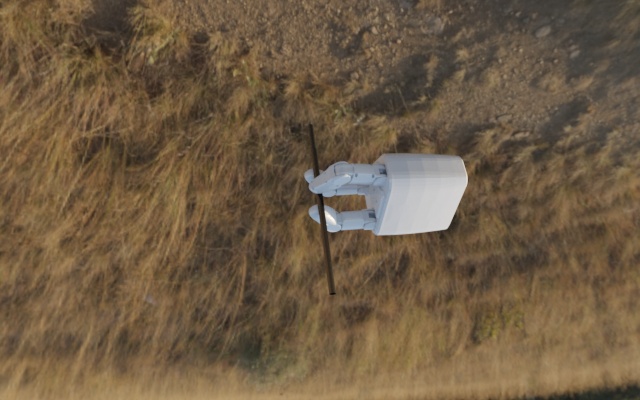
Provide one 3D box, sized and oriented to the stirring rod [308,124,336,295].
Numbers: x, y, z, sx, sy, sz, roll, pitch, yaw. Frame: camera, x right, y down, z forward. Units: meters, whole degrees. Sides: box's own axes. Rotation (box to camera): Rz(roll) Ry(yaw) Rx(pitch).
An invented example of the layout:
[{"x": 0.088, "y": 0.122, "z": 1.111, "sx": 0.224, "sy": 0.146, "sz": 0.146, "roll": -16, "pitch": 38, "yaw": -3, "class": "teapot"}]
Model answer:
[{"x": 0.000, "y": 0.002, "z": 0.604, "sx": 0.011, "sy": 0.239, "sz": 0.011, "roll": -6, "pitch": -28, "yaw": -3, "class": "stirring rod"}]
